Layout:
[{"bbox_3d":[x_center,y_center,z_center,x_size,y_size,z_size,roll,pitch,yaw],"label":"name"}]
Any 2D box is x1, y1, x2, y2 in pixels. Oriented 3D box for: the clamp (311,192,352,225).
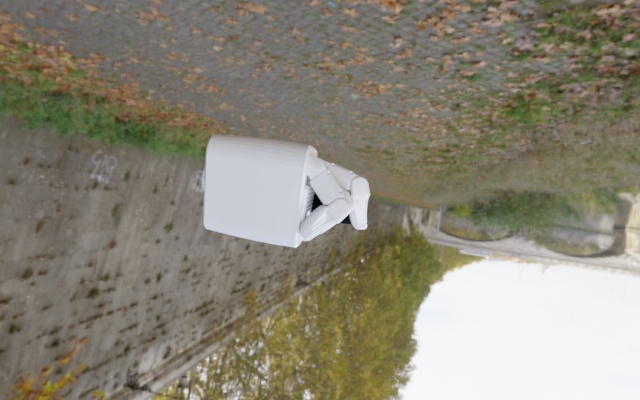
[{"bbox_3d":[0.000,0.003,0.616,0.120,0.039,0.171,11,1,4],"label":"clamp"}]
